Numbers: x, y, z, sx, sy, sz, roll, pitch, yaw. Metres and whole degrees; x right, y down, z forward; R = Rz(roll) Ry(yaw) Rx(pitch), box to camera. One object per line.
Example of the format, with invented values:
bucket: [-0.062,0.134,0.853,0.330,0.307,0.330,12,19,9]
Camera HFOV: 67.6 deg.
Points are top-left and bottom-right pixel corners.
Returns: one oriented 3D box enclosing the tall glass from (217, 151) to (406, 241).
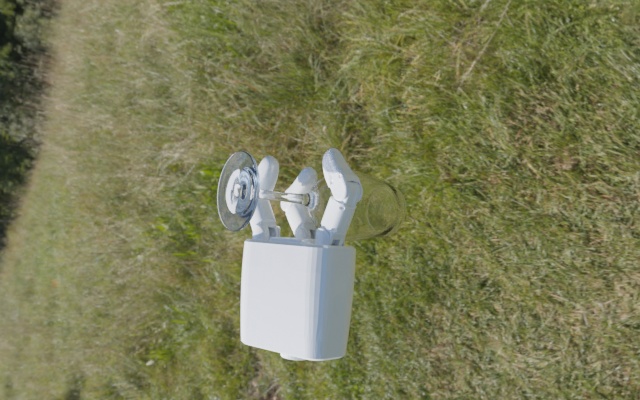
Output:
tall glass: [0.000,0.001,0.497,0.201,0.079,0.079,7,-5,-39]
